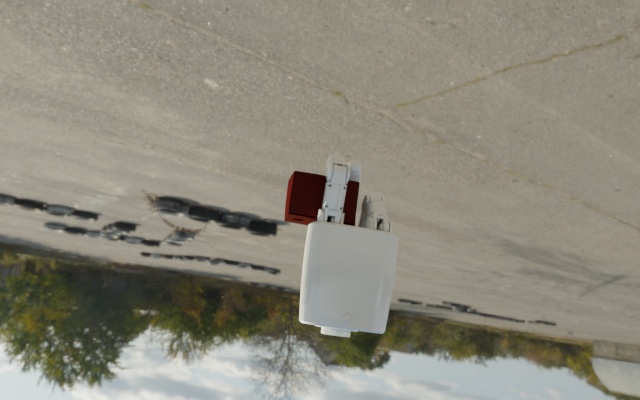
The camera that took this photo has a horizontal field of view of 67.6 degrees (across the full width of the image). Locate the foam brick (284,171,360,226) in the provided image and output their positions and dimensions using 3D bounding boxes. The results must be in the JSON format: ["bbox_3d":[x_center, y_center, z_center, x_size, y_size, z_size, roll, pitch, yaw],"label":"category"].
[{"bbox_3d":[0.000,0.002,0.549,0.078,0.051,0.053,10,-12,-7],"label":"foam brick"}]
